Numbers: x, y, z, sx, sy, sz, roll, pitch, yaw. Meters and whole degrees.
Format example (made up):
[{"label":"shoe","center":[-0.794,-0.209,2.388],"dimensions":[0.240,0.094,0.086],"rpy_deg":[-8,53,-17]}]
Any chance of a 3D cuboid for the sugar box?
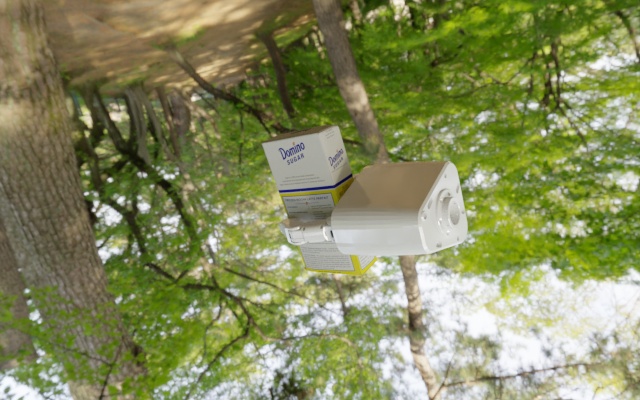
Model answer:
[{"label":"sugar box","center":[0.001,0.002,0.574],"dimensions":[0.093,0.176,0.048],"rpy_deg":[-3,19,40]}]
